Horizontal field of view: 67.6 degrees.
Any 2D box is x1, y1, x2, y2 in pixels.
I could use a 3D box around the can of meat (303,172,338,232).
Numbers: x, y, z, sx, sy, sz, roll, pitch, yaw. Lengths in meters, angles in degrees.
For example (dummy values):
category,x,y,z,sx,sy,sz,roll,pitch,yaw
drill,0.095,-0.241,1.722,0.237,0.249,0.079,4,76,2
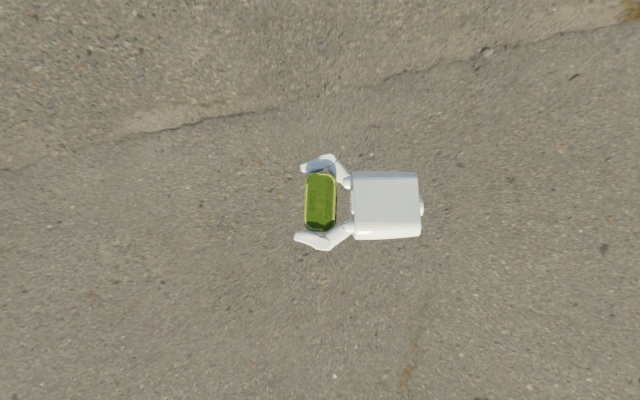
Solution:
category,x,y,z,sx,sy,sz,roll,pitch,yaw
can of meat,0.000,0.003,0.804,0.057,0.102,0.084,2,0,1
